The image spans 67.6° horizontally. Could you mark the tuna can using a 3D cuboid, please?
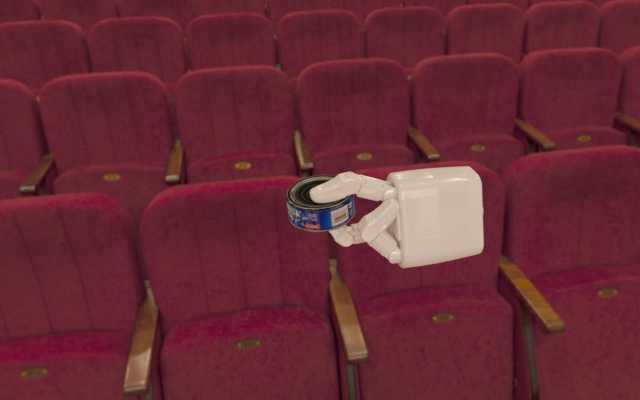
[{"bbox_3d":[0.000,0.001,0.601,0.086,0.034,0.086,-5,32,3],"label":"tuna can"}]
